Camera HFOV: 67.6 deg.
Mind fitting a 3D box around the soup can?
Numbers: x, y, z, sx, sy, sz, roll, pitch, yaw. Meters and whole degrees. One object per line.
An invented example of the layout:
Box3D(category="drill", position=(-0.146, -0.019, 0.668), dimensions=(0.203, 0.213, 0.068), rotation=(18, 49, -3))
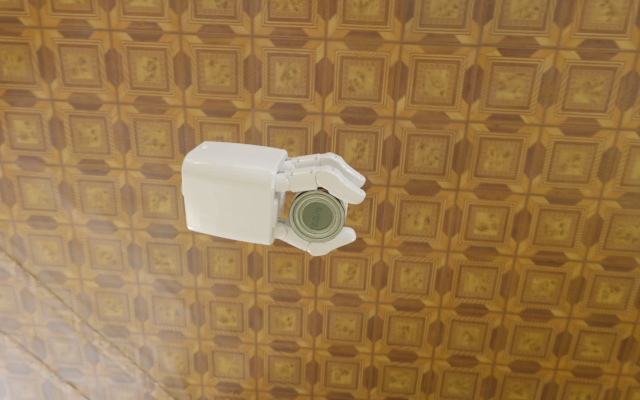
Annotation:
Box3D(category="soup can", position=(0.001, 0.002, 0.590), dimensions=(0.068, 0.068, 0.102), rotation=(0, 20, 6))
